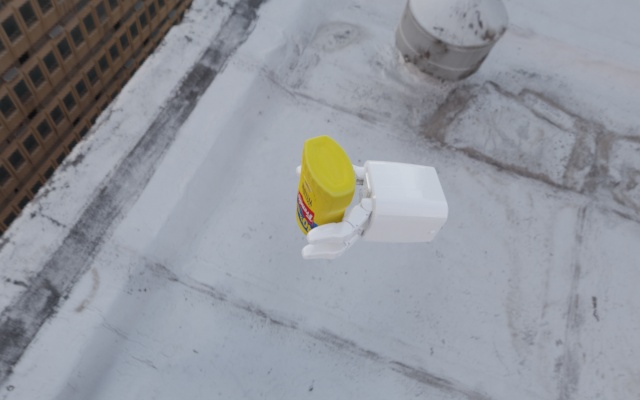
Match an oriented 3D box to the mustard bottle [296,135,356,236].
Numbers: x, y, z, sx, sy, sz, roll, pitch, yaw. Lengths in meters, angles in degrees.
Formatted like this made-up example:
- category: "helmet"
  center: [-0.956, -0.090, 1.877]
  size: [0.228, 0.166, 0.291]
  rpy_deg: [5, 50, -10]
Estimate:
- category: "mustard bottle"
  center: [0.000, 0.002, 0.671]
  size: [0.058, 0.096, 0.192]
  rpy_deg: [-18, -27, -18]
